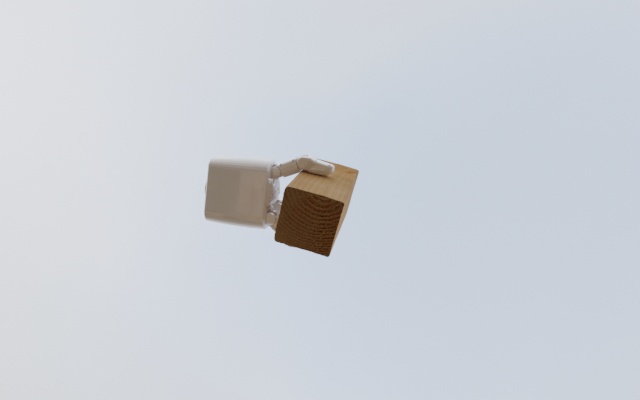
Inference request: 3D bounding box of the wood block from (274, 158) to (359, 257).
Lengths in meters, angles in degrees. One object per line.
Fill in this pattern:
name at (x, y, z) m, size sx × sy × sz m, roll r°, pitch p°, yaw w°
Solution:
wood block at (0.000, 0.002, 0.785) m, size 0.090 × 0.091 × 0.206 m, roll 16°, pitch 19°, yaw 5°
